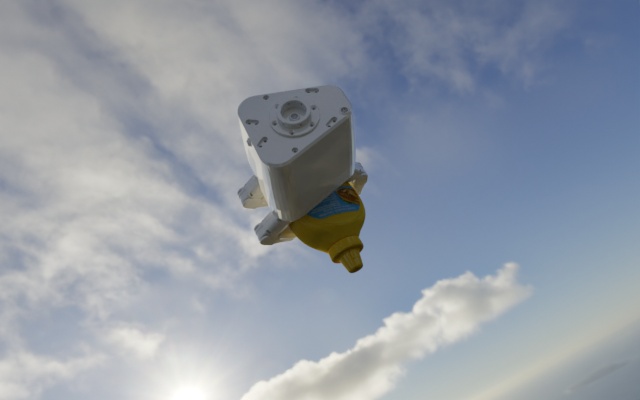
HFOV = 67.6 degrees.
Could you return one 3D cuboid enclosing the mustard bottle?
[{"bbox_3d":[0.000,0.002,0.577,0.096,0.191,0.058,-11,-32,-31],"label":"mustard bottle"}]
